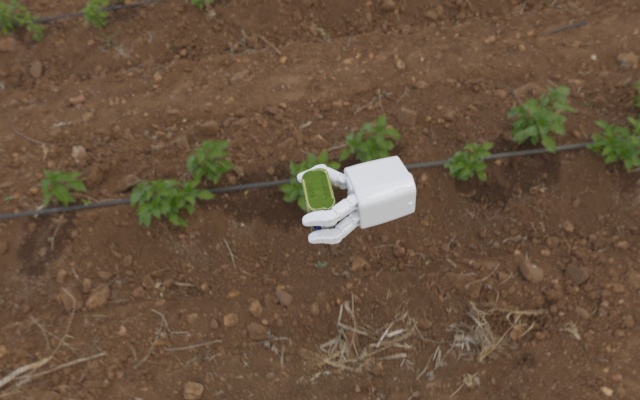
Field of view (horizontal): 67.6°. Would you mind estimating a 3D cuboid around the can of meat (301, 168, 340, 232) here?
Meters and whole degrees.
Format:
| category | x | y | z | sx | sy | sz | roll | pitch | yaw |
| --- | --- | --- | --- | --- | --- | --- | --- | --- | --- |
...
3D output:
| category | x | y | z | sx | sy | sz | roll | pitch | yaw |
| --- | --- | --- | --- | --- | --- | --- | --- | --- | --- |
| can of meat | 0.000 | 0.003 | 0.888 | 0.057 | 0.102 | 0.084 | -12 | -37 | -1 |
